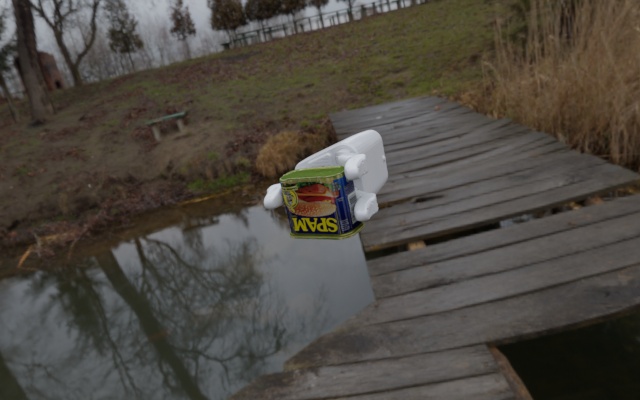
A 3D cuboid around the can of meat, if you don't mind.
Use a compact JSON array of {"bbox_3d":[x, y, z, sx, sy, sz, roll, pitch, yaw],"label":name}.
[{"bbox_3d":[0.000,0.002,0.631,0.102,0.084,0.057,-1,19,33],"label":"can of meat"}]
